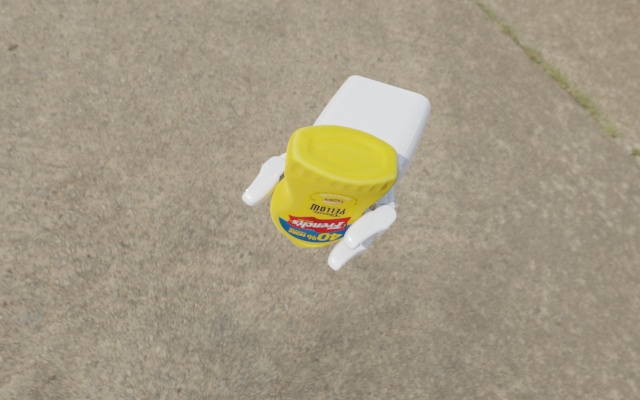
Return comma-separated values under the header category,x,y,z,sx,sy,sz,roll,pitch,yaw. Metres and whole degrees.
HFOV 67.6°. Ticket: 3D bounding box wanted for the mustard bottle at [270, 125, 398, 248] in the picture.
category,x,y,z,sx,sy,sz,roll,pitch,yaw
mustard bottle,0.000,0.002,0.480,0.096,0.058,0.192,8,-28,-11
